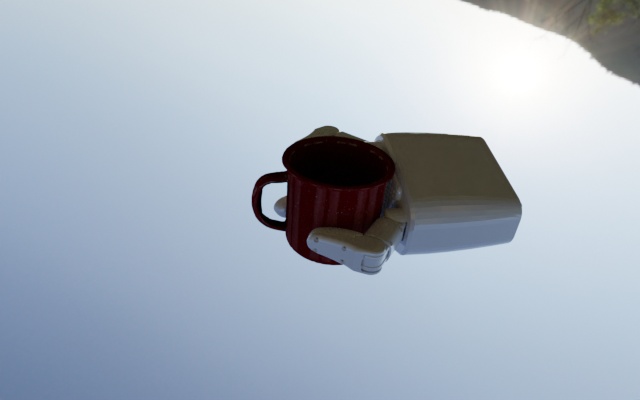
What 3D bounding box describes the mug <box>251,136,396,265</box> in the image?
[{"bbox_3d":[-0.001,0.002,0.407,0.117,0.081,0.093,-2,33,-13],"label":"mug"}]
